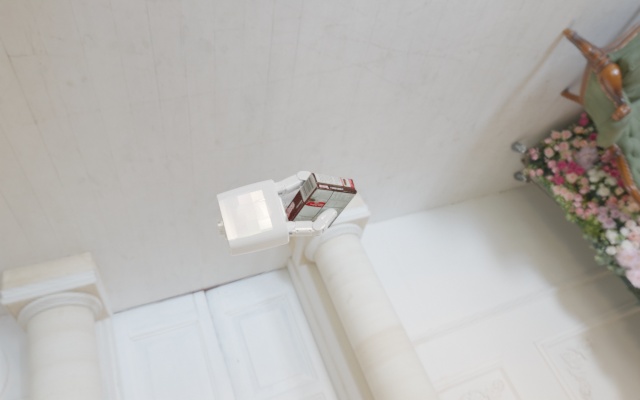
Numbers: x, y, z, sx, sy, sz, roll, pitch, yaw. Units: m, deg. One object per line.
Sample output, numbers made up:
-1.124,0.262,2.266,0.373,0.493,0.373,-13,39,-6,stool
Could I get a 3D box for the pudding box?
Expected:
0.000,0.003,0.878,0.090,0.039,0.113,6,-40,-32,pudding box
